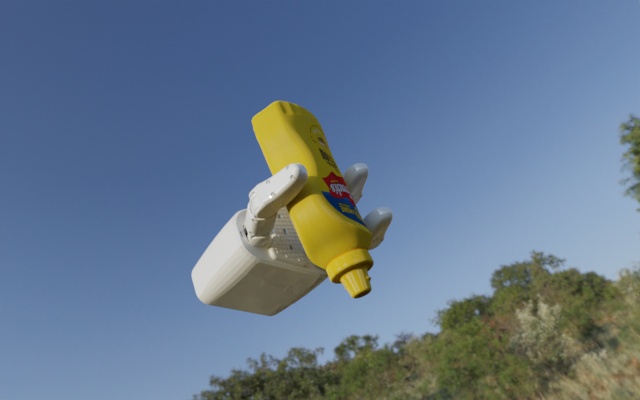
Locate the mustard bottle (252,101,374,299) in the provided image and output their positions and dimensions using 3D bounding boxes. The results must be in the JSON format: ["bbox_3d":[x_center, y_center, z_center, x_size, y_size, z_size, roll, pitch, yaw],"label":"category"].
[{"bbox_3d":[0.000,0.001,0.445,0.058,0.191,0.096,-31,-28,15],"label":"mustard bottle"}]
